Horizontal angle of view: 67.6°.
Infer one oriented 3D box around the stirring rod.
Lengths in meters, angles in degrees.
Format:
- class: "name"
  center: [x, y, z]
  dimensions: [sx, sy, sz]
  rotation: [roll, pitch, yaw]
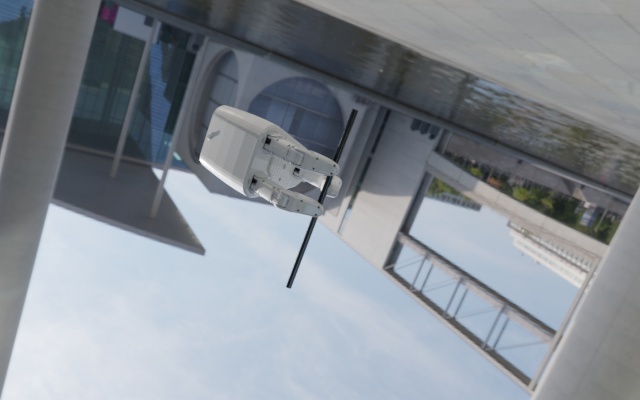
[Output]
- class: "stirring rod"
  center: [0.000, 0.002, 0.593]
  dimensions: [0.011, 0.239, 0.011]
  rotation: [20, 12, -4]
